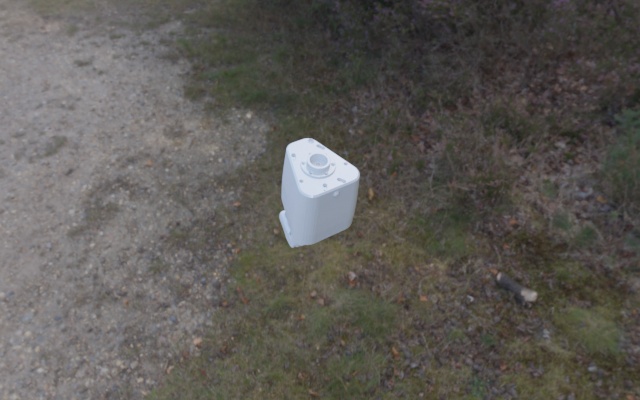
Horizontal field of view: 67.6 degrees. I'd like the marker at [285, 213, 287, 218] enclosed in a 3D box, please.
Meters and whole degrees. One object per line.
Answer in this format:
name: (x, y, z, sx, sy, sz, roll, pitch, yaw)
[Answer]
marker: (0.000, 0.003, 0.757, 0.121, 0.020, 0.020, -24, 10, -24)
